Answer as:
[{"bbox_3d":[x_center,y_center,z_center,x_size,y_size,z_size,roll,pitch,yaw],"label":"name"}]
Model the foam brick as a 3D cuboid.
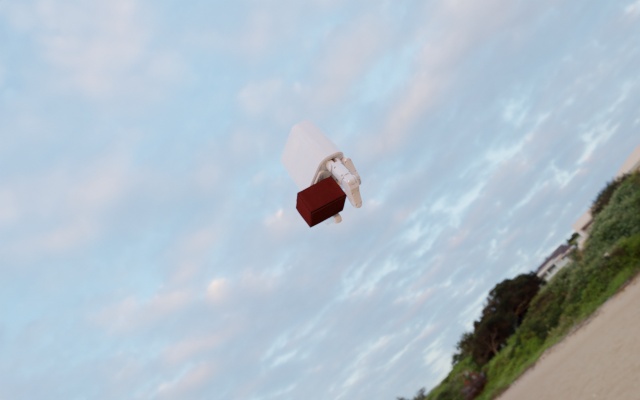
[{"bbox_3d":[0.000,0.003,0.868,0.078,0.051,0.053,-27,-27,-23],"label":"foam brick"}]
